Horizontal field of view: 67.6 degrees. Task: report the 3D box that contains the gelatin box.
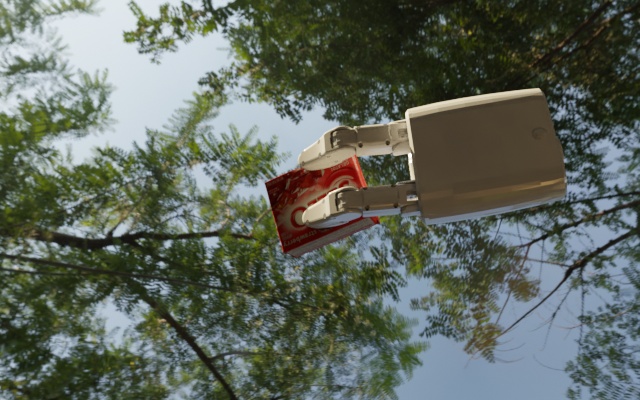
[{"bbox_3d":[0.000,0.002,0.435,0.089,0.073,0.030,-24,-24,13],"label":"gelatin box"}]
